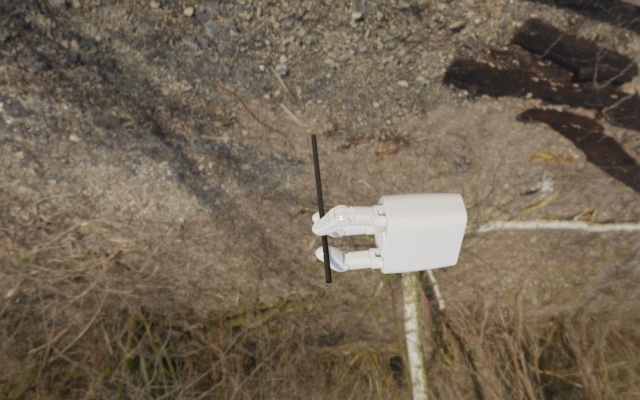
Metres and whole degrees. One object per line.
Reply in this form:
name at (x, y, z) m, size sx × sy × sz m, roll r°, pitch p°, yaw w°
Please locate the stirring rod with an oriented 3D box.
stirring rod at (0.000, 0.002, 0.667) m, size 0.011 × 0.239 × 0.011 m, roll -4°, pitch -32°, yaw -3°
